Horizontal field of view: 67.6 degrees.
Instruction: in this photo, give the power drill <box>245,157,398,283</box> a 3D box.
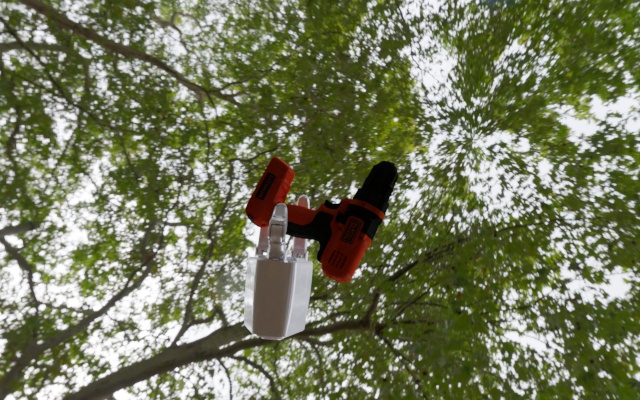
[{"bbox_3d":[0.000,0.002,0.687,0.187,0.184,0.057,22,-15,23],"label":"power drill"}]
